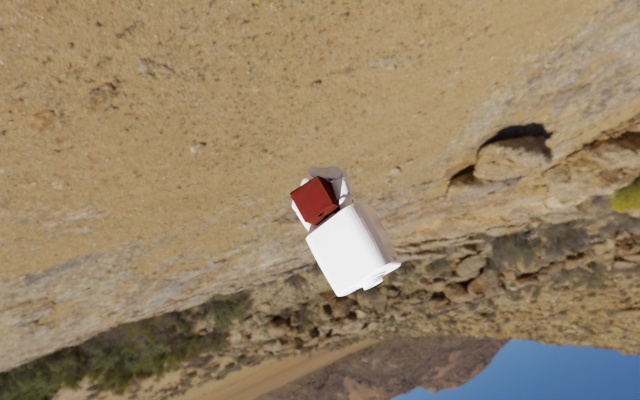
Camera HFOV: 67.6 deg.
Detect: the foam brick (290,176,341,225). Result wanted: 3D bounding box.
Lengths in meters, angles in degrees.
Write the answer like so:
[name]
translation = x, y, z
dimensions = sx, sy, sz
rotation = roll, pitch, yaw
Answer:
[foam brick]
translation = 0.000, 0.002, 0.730
dimensions = 0.053, 0.051, 0.078
rotation = -33, -18, 15
